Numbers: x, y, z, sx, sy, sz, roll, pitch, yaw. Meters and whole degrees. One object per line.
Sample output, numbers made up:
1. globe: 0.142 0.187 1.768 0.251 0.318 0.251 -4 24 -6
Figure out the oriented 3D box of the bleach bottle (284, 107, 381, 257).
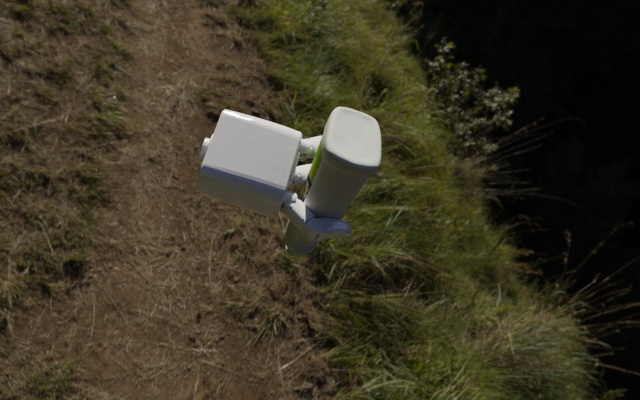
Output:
1. bleach bottle: 0.000 0.002 0.632 0.068 0.102 0.251 17 -44 -10
